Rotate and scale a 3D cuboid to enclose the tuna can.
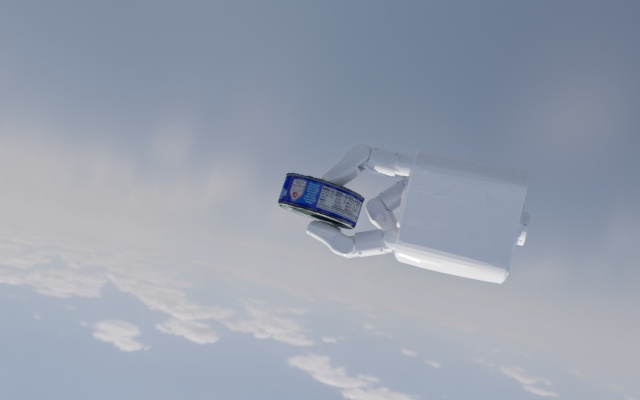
[{"bbox_3d":[0.000,0.002,0.494,0.086,0.033,0.086,18,-7,2],"label":"tuna can"}]
